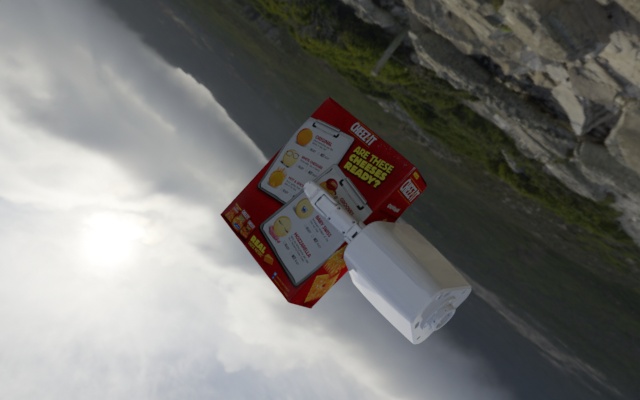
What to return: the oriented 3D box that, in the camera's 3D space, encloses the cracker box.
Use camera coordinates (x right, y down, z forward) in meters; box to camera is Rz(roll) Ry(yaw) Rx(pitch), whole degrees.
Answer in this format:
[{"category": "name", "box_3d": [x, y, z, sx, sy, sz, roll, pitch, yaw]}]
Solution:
[{"category": "cracker box", "box_3d": [0.000, 0.002, 0.606, 0.164, 0.214, 0.072, 46, 4, 31]}]
